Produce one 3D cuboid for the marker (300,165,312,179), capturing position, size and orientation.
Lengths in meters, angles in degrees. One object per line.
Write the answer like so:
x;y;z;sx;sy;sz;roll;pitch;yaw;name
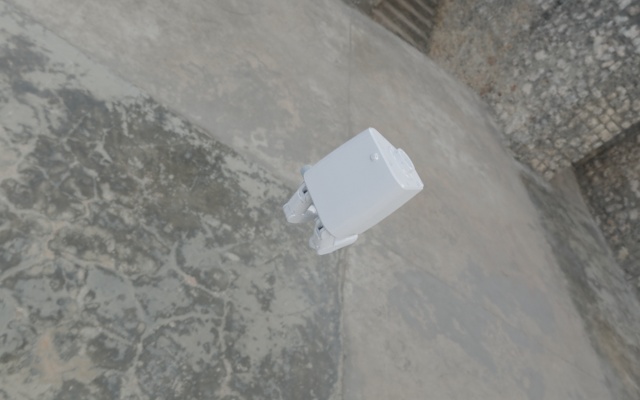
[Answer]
0.000;0.002;0.675;0.020;0.121;0.020;-18;-27;-10;marker
